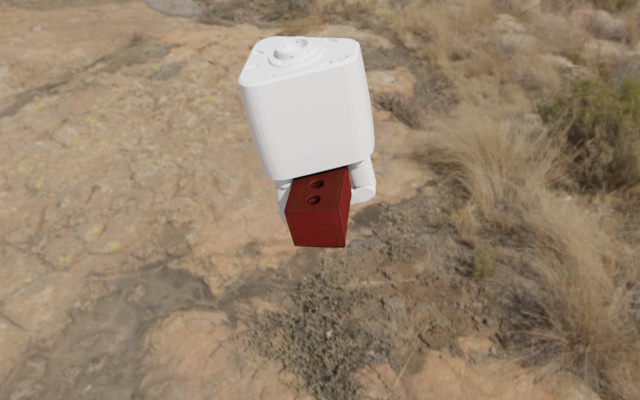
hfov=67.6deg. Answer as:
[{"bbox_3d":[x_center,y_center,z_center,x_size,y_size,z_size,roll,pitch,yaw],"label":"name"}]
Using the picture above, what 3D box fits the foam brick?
[{"bbox_3d":[0.000,0.002,0.476,0.053,0.051,0.078,-1,44,12],"label":"foam brick"}]
